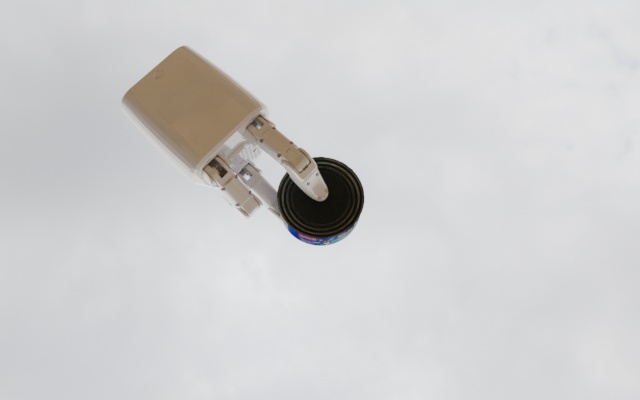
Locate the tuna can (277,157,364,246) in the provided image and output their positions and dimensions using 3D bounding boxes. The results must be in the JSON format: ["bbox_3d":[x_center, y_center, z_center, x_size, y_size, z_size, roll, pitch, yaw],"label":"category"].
[{"bbox_3d":[0.000,0.002,0.482,0.086,0.086,0.034,0,-21,-1],"label":"tuna can"}]
